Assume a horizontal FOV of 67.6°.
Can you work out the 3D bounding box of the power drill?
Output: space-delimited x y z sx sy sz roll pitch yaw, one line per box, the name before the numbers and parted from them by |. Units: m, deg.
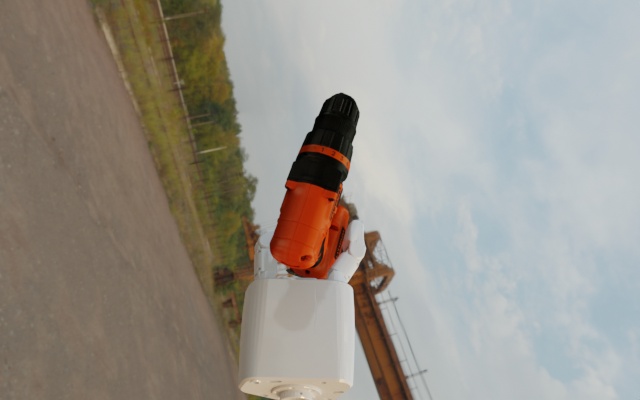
power drill | 0.000 0.002 0.519 0.057 0.184 0.188 16 -21 10
